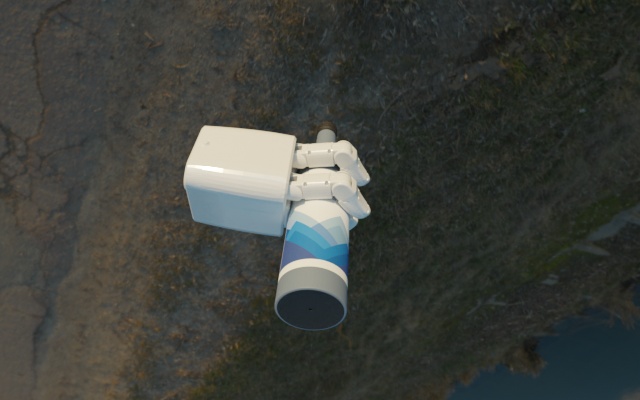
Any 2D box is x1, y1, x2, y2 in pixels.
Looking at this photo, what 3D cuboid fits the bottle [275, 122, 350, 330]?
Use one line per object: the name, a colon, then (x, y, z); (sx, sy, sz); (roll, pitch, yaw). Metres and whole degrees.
bottle: (0.000, 0.002, 0.543); (0.069, 0.069, 0.295); (0, 42, 5)
